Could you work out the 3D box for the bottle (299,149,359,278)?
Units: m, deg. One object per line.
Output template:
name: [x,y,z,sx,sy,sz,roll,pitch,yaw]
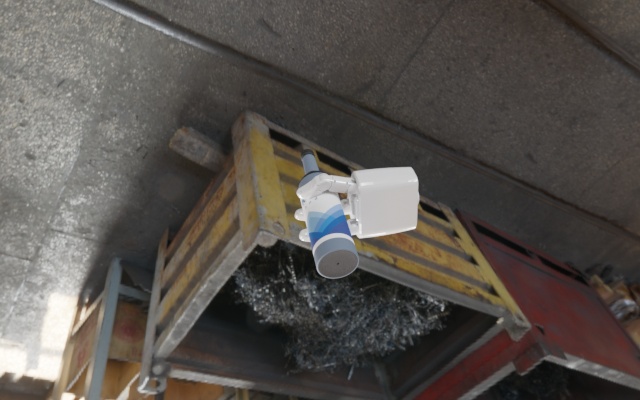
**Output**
bottle: [0.000,0.003,0.833,0.069,0.069,0.295,0,40,-14]
